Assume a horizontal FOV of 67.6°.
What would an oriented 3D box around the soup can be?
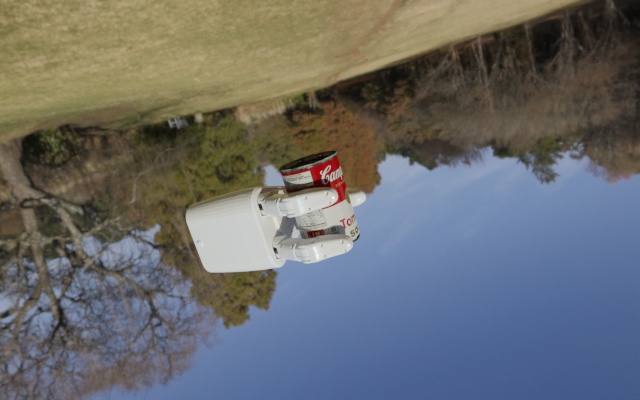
[{"bbox_3d":[0.001,0.002,0.546,0.068,0.102,0.068,-16,13,4],"label":"soup can"}]
